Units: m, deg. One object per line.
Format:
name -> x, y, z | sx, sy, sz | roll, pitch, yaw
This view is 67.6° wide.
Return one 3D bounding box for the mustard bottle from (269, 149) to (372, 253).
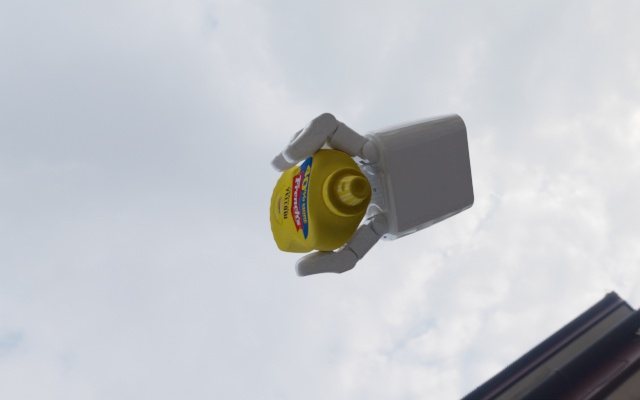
mustard bottle -> 0.000, 0.002, 0.466 | 0.058, 0.096, 0.191 | 8, -10, -19
